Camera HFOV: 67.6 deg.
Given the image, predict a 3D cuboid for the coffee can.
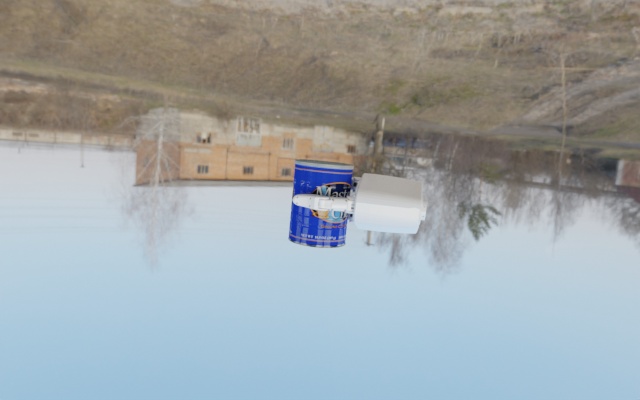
[{"bbox_3d":[0.000,0.003,0.833,0.103,0.140,0.103,5,7,-1],"label":"coffee can"}]
